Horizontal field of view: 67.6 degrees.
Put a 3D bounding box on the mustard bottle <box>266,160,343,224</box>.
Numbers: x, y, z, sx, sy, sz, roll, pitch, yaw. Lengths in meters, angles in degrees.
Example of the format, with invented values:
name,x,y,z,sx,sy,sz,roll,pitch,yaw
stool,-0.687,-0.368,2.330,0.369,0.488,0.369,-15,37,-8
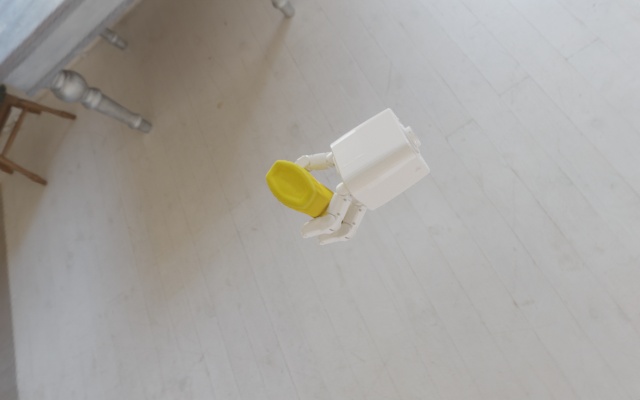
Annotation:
name,x,y,z,sx,sy,sz,roll,pitch,yaw
mustard bottle,0.000,0.003,0.745,0.096,0.058,0.192,37,3,33
